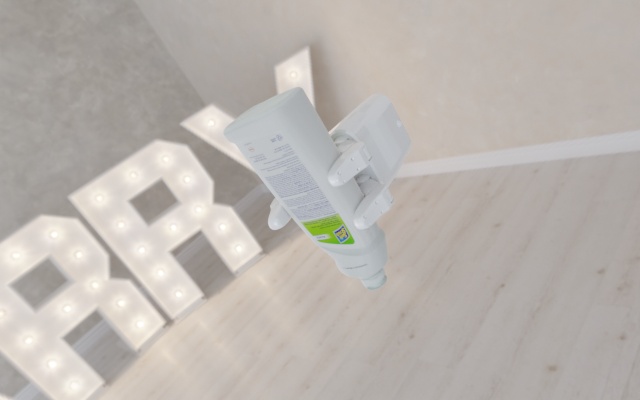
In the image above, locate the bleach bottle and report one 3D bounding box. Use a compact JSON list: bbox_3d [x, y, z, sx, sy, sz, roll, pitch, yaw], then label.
[{"bbox_3d":[0.000,0.002,0.545,0.102,0.251,0.068,-12,29,43],"label":"bleach bottle"}]
